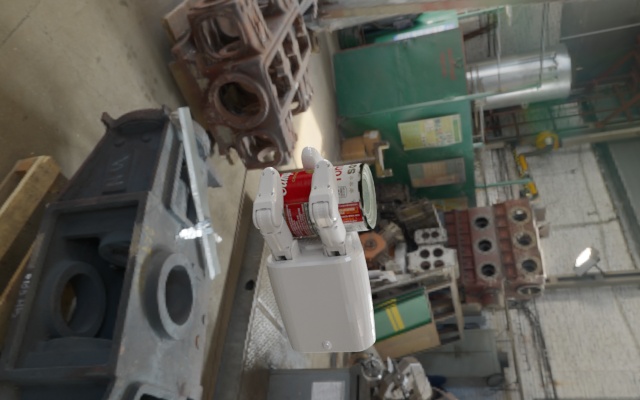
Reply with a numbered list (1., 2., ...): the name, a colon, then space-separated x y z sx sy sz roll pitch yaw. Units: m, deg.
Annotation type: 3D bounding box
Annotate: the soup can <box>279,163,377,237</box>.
1. soup can: 0.000 0.001 0.482 0.102 0.068 0.068 -7 -2 17
